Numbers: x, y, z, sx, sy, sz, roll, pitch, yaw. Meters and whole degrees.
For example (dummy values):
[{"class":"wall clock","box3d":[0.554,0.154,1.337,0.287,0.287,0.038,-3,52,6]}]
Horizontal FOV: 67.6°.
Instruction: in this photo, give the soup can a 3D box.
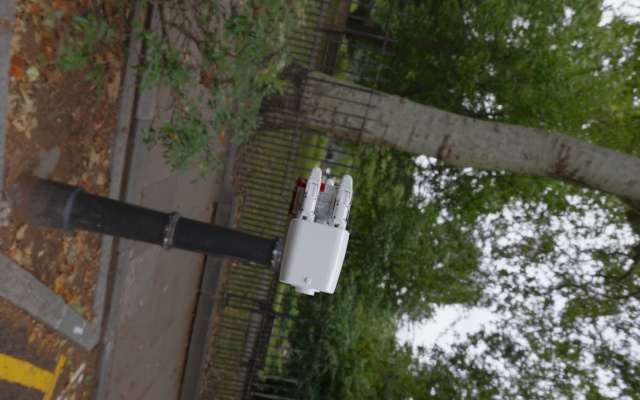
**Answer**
[{"class":"soup can","box3d":[0.001,0.002,0.838,0.102,0.068,0.068,13,0,-1]}]
